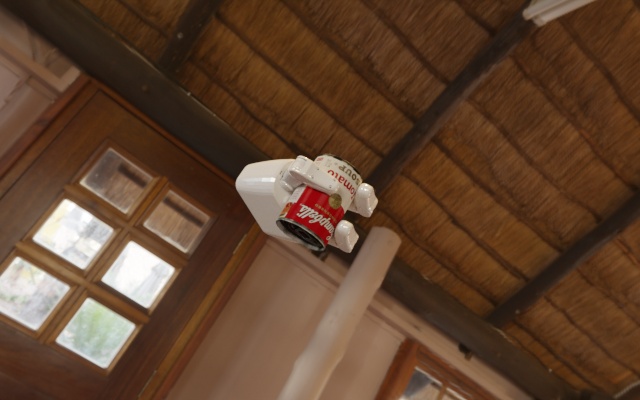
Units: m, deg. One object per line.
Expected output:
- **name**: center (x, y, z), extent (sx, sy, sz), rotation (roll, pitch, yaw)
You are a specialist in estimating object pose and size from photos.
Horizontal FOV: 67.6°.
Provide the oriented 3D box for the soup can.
- **soup can**: center (0.000, 0.002, 0.588), extent (0.068, 0.102, 0.068), rotation (27, -20, 11)
